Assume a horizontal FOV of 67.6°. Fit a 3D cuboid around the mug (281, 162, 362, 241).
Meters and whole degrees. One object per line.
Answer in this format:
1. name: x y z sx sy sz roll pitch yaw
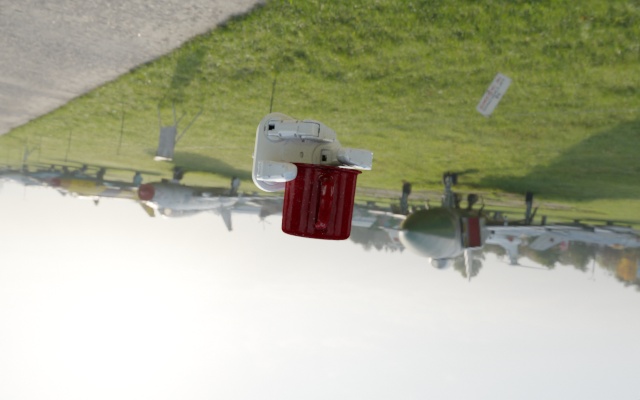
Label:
1. mug: 0.000 0.002 0.543 0.093 0.081 0.117 6 1 -10
